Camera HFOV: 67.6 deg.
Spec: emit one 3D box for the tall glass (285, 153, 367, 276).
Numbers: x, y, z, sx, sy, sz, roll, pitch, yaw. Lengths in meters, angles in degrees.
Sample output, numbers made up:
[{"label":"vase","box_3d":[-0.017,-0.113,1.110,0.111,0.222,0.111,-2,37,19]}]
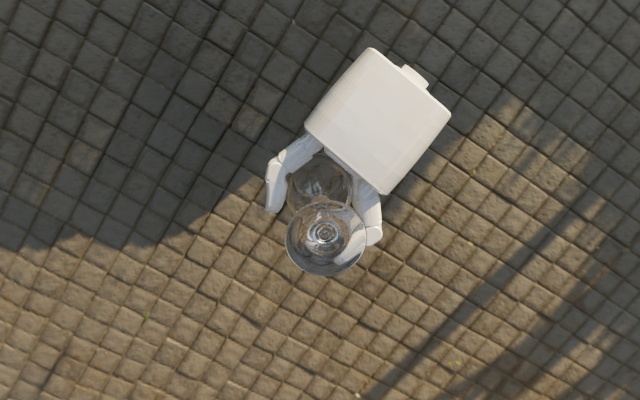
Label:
[{"label":"tall glass","box_3d":[0.000,0.002,0.520,0.079,0.079,0.201,0,19,-3]}]
